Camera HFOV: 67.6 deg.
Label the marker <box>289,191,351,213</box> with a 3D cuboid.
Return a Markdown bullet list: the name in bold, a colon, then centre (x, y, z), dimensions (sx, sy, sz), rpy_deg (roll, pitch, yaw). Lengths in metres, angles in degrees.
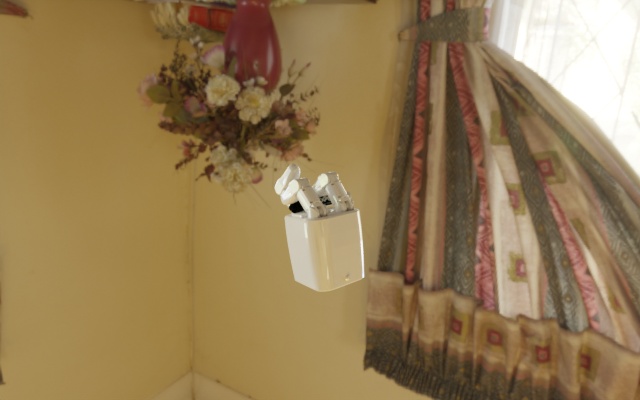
- **marker**: centre (0.000, 0.002, 0.751), dimensions (0.121, 0.020, 0.020), rpy_deg (-11, 7, -41)
